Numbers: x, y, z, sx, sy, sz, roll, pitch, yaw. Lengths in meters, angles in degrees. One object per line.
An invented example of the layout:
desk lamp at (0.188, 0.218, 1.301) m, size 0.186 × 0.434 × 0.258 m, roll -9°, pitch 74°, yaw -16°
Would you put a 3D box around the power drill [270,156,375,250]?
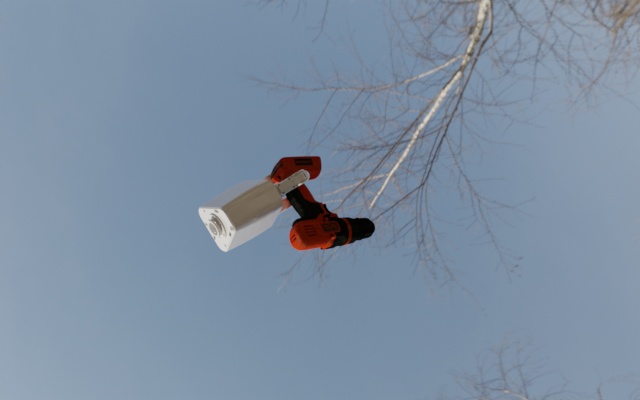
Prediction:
power drill at (0.000, 0.003, 0.894) m, size 0.184 × 0.187 × 0.057 m, roll -4°, pitch -34°, yaw -38°
